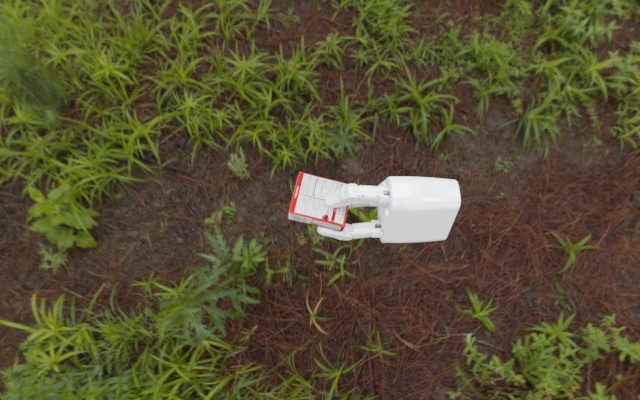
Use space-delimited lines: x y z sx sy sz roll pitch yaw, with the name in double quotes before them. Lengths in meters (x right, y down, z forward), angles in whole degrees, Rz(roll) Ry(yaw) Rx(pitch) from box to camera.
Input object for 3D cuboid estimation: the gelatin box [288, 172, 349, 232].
"gelatin box" 0.000 0.002 0.746 0.089 0.073 0.030 14 -24 -3
